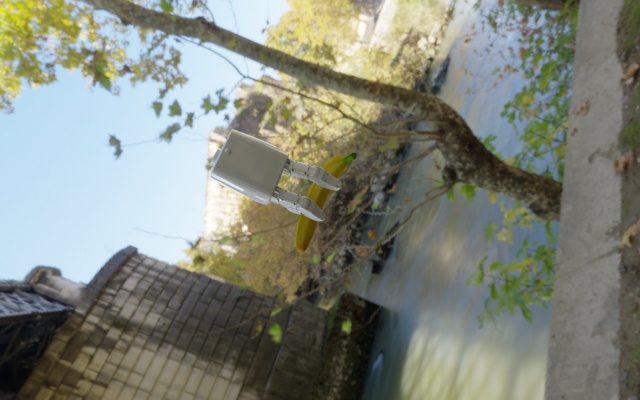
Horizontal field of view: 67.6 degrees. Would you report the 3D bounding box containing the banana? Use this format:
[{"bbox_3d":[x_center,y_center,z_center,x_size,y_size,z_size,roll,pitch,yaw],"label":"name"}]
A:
[{"bbox_3d":[-0.002,-0.003,0.855,0.037,0.198,0.069,26,3,-16],"label":"banana"}]
